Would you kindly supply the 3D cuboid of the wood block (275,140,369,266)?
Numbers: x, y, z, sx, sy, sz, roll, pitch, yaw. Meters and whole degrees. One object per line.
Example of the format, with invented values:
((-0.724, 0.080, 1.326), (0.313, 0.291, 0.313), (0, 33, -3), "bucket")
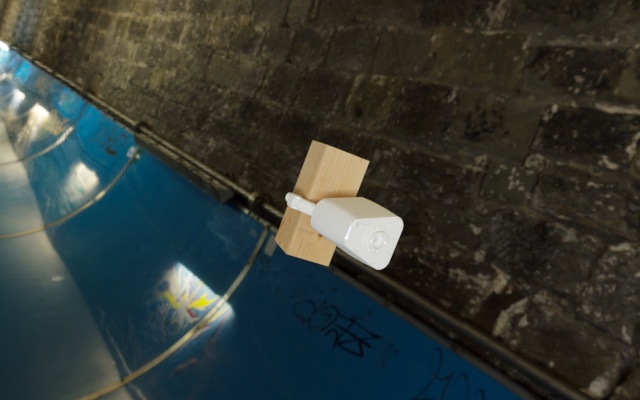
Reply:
((0.000, 0.003, 0.889), (0.091, 0.206, 0.090), (19, 6, -22), "wood block")
